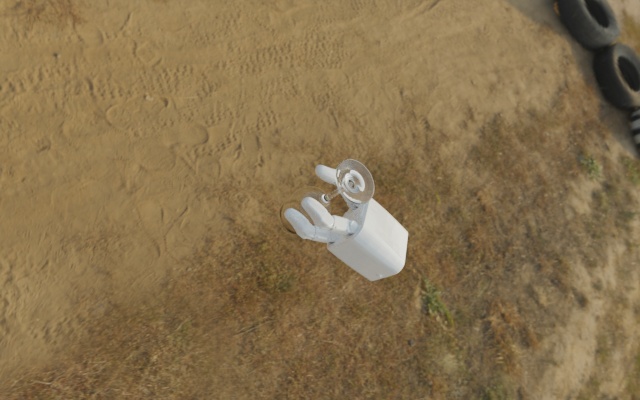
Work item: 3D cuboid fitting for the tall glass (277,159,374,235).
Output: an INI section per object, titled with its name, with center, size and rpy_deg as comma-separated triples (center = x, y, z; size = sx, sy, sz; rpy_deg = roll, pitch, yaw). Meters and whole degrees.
[tall glass]
center = 0.000, 0.002, 0.811
size = 0.079, 0.079, 0.201
rpy_deg = 0, -18, -35
